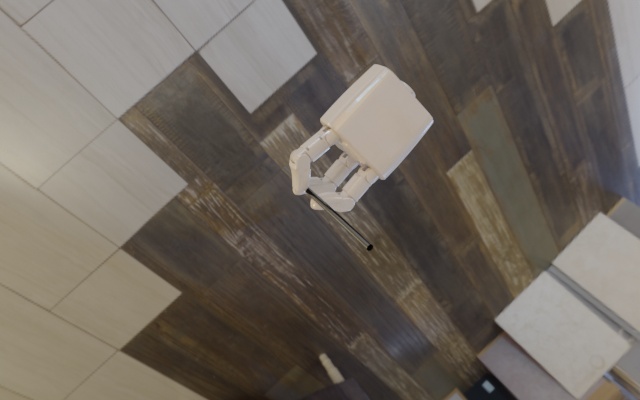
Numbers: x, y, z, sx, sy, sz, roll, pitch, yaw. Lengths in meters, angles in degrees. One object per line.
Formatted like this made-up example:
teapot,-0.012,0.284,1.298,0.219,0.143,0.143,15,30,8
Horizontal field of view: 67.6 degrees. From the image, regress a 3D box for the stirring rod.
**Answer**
stirring rod,0.000,0.002,0.604,0.011,0.011,0.239,0,24,-29
